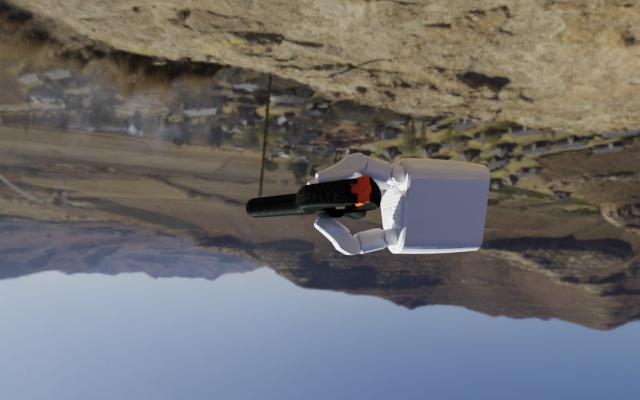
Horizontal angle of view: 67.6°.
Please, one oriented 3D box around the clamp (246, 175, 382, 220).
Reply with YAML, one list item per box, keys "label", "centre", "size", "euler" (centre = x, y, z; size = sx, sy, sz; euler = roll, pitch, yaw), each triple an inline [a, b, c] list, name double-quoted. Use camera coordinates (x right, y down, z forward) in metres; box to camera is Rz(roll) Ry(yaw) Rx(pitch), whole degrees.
- label: "clamp"
  centre: [0.000, 0.003, 0.553]
  size: [0.164, 0.036, 0.210]
  euler: [0, -7, -11]
